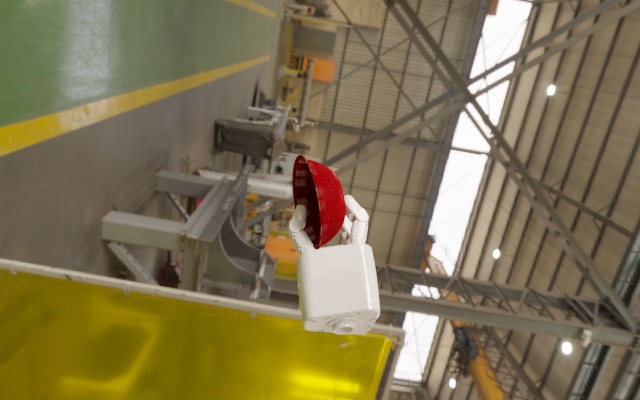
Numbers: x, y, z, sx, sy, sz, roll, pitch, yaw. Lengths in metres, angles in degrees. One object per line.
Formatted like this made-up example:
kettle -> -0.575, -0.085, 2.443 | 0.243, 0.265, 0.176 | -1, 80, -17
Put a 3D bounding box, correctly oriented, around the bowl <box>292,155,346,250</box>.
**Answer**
bowl -> 0.000, 0.001, 0.785 | 0.055, 0.162, 0.162 | -9, 3, -16
